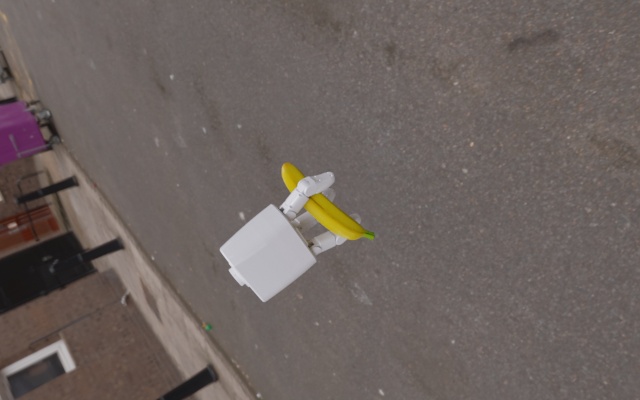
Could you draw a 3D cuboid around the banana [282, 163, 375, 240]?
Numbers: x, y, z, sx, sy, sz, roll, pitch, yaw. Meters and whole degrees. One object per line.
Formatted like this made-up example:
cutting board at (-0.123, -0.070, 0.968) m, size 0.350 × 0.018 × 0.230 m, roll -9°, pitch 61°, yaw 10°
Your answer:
banana at (-0.004, 0.003, 0.753) m, size 0.197 × 0.037 × 0.069 m, roll 42°, pitch 10°, yaw 18°
